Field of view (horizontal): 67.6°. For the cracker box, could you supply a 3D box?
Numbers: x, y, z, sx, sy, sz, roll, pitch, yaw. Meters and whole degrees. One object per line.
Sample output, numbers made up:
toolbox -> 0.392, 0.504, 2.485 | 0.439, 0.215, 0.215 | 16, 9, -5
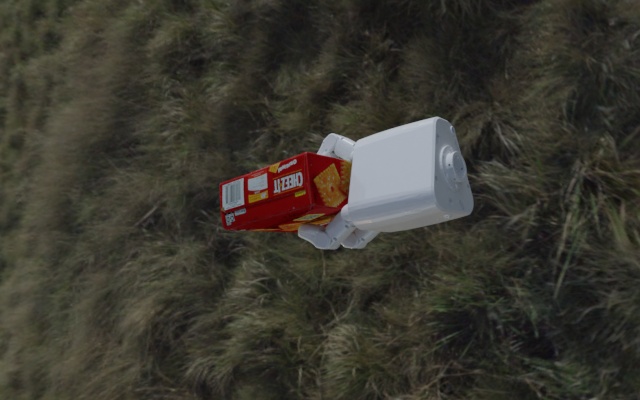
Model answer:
cracker box -> 0.000, 0.002, 0.640 | 0.164, 0.072, 0.214 | -15, -15, 40
